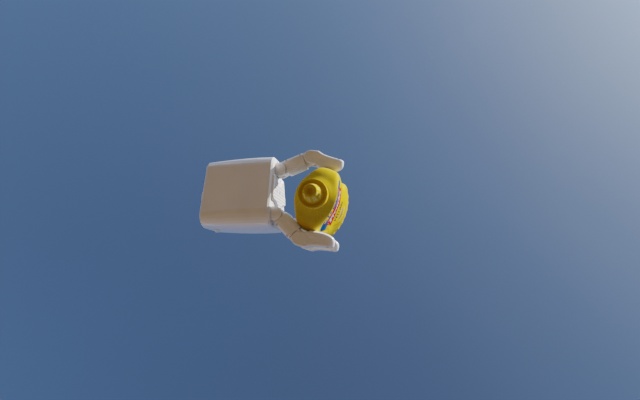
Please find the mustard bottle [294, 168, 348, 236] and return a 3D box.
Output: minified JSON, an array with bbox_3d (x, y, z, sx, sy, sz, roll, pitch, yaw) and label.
[{"bbox_3d":[0.000,0.002,0.708,0.058,0.096,0.192,22,-5,12],"label":"mustard bottle"}]
